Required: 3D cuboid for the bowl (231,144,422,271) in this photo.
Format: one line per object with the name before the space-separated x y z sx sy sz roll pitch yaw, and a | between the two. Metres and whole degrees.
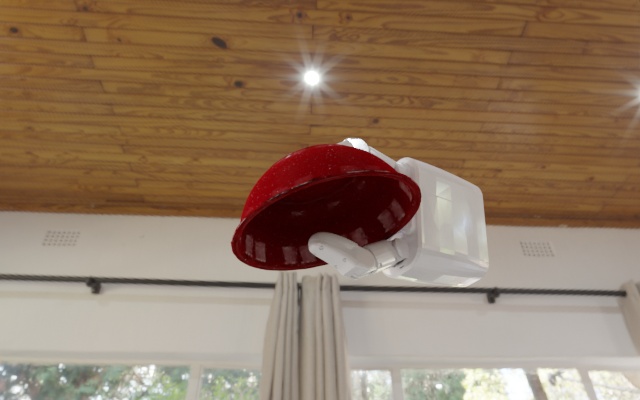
bowl | -0.001 0.001 0.405 0.162 0.055 0.162 -14 -28 -7
